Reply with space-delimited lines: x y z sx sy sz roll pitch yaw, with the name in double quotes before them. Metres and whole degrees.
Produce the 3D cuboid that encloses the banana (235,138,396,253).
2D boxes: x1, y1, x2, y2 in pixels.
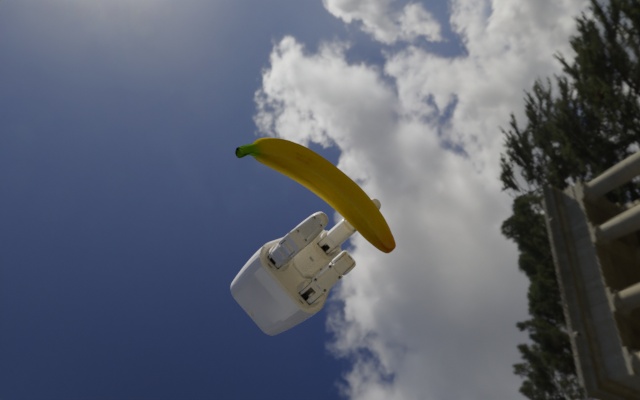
"banana" 0.001 -0.013 0.509 0.198 0.069 0.037 32 -44 -15
